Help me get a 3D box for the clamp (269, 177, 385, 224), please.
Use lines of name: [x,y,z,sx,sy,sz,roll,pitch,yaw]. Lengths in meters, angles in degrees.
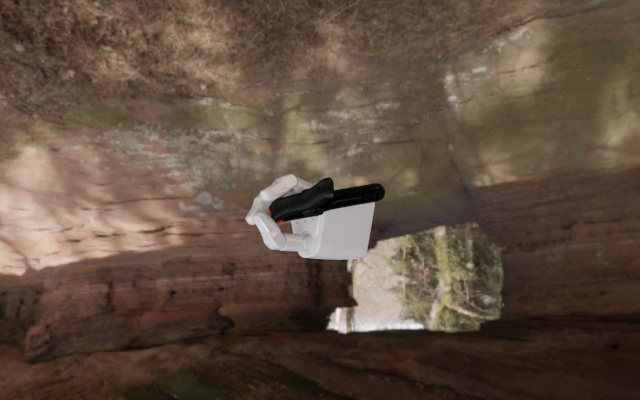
clamp: [0.000,0.003,0.652,0.120,0.039,0.171,8,-16,-39]
